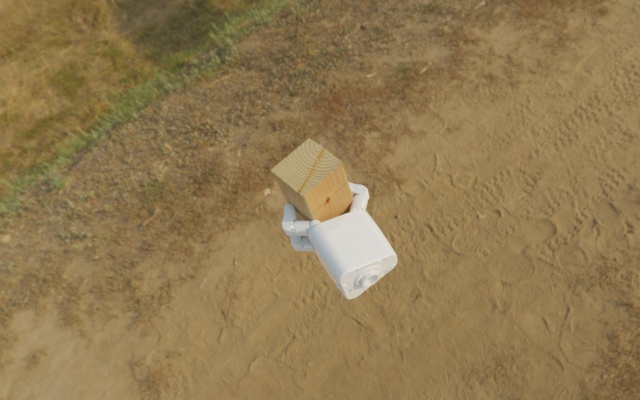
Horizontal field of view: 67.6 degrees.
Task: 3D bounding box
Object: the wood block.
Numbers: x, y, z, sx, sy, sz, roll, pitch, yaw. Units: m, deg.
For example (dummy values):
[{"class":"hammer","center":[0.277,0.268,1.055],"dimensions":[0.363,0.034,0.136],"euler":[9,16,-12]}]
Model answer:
[{"class":"wood block","center":[0.001,0.003,0.859],"dimensions":[0.090,0.091,0.206],"euler":[39,-18,34]}]
